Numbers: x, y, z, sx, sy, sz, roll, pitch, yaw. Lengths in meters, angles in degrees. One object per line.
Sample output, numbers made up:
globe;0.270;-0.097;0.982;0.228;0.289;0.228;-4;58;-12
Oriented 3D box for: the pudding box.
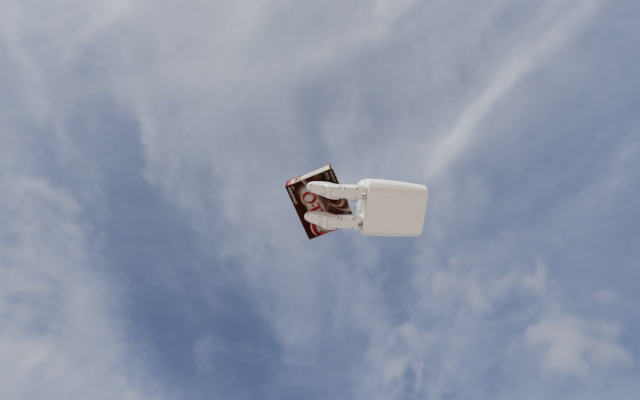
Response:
pudding box;0.000;0.003;0.848;0.090;0.113;0.039;-22;16;7
